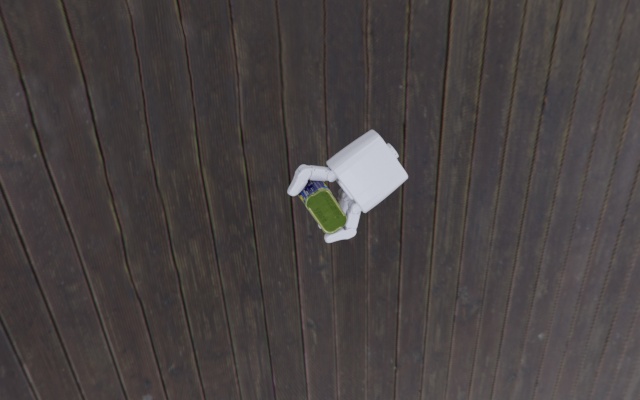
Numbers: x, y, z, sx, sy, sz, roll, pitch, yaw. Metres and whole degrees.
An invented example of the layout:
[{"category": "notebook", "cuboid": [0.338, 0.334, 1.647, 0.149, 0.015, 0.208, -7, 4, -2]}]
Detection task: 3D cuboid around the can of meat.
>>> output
[{"category": "can of meat", "cuboid": [0.000, 0.003, 0.886, 0.057, 0.102, 0.084, -35, 32, 0]}]
